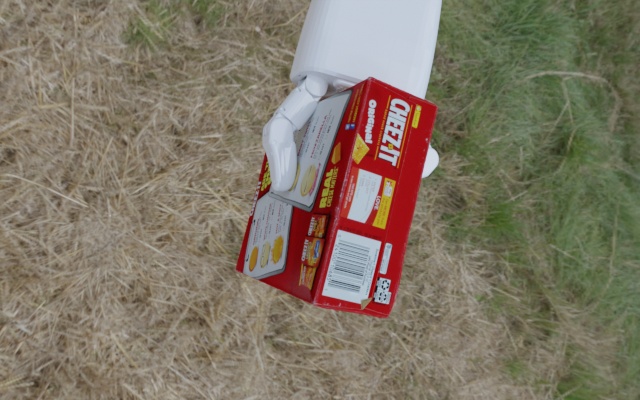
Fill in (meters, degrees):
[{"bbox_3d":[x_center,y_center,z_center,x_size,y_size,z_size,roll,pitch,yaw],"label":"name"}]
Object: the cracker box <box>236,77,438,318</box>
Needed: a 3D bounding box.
[{"bbox_3d":[0.000,0.001,0.427,0.072,0.164,0.213,17,-8,-22],"label":"cracker box"}]
